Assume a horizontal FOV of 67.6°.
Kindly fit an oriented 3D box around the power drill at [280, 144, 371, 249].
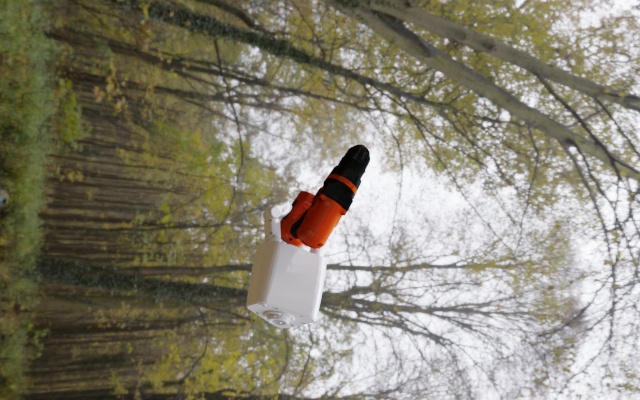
[{"bbox_3d":[0.000,0.003,0.785,0.057,0.184,0.188,36,-21,-9],"label":"power drill"}]
